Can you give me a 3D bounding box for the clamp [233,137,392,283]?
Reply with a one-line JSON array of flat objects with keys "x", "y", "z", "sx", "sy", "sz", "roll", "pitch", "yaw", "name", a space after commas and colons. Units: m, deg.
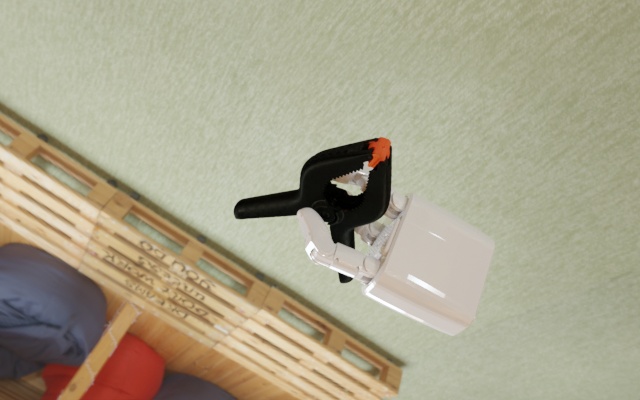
[{"x": 0.000, "y": 0.002, "z": 0.500, "sx": 0.164, "sy": 0.036, "sz": 0.210, "roll": 27, "pitch": -42, "yaw": -4, "name": "clamp"}]
